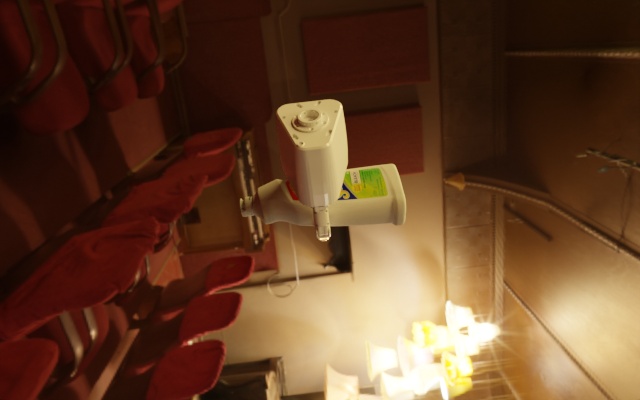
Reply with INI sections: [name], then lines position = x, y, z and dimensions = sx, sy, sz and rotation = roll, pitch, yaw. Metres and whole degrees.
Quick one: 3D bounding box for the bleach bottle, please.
[bleach bottle]
position = 0.000, 0.002, 0.751
dimensions = 0.251, 0.102, 0.068
rotation = -7, -44, 0
